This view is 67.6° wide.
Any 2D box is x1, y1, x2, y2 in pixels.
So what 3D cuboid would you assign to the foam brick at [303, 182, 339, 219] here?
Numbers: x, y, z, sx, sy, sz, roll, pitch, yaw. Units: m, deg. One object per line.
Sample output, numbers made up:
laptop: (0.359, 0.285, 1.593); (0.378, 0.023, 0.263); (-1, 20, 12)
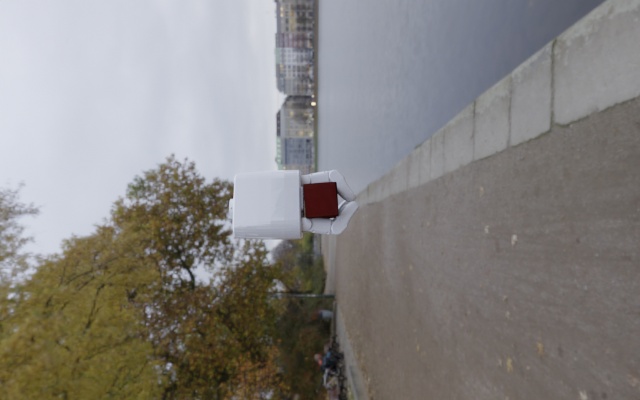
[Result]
foam brick: (0.000, 0.002, 0.750); (0.051, 0.053, 0.078); (-4, -6, -1)
